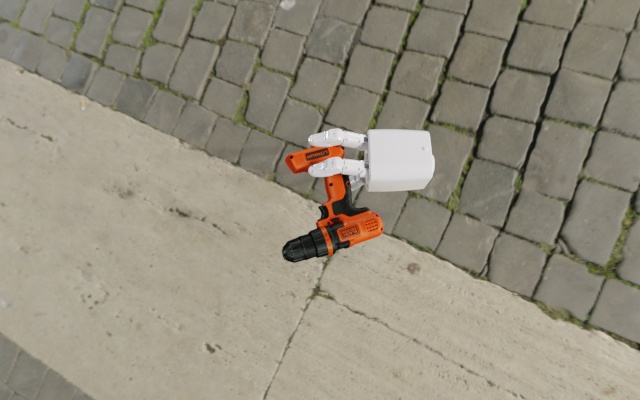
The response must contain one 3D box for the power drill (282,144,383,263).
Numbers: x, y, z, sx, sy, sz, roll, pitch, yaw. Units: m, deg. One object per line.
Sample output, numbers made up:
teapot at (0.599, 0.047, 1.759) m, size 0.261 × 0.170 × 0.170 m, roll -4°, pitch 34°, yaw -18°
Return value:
power drill at (0.000, 0.002, 0.839) m, size 0.184 × 0.187 × 0.057 m, roll -17°, pitch -6°, yaw -13°
